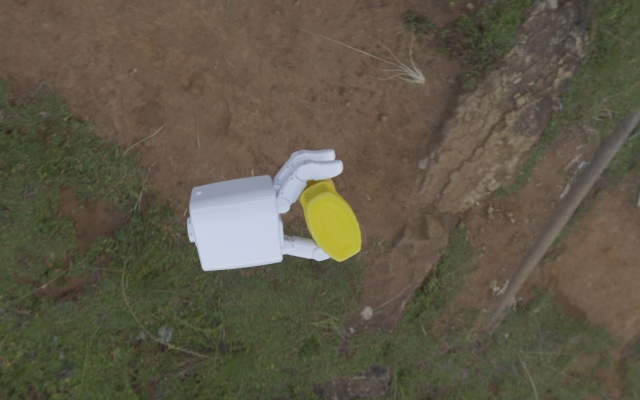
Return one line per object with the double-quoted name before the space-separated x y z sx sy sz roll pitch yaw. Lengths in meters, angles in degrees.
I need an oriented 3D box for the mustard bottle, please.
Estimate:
"mustard bottle" 0.000 0.002 0.656 0.058 0.096 0.191 -30 22 1
